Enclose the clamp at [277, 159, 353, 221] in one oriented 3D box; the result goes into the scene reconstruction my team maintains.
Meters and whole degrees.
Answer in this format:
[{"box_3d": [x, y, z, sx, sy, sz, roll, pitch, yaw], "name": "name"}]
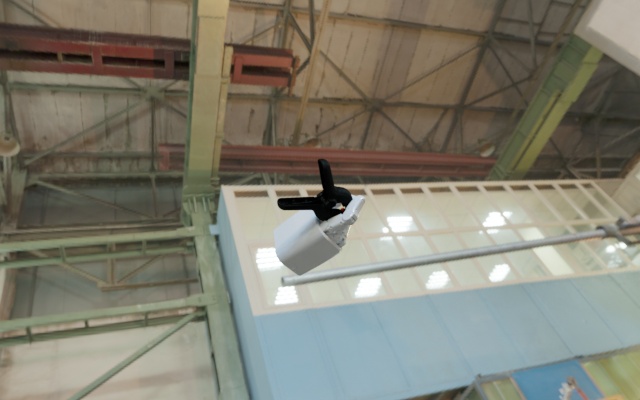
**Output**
[{"box_3d": [0.000, 0.003, 0.895, 0.120, 0.039, 0.171, -33, -43, 11], "name": "clamp"}]
